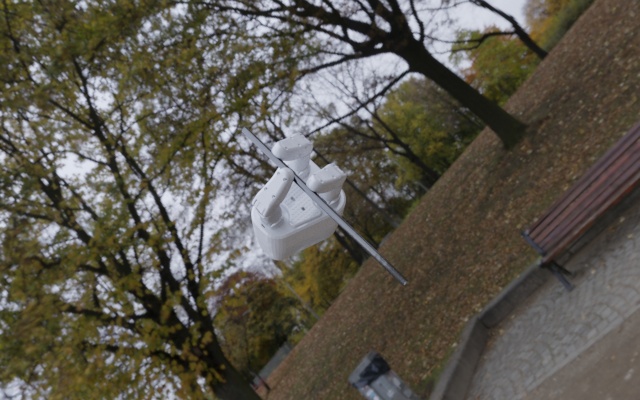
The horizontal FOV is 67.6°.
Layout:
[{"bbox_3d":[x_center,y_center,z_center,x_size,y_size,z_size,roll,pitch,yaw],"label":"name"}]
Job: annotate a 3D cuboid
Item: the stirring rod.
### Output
[{"bbox_3d":[0.000,0.002,0.501,0.239,0.011,0.011,44,13,14],"label":"stirring rod"}]
